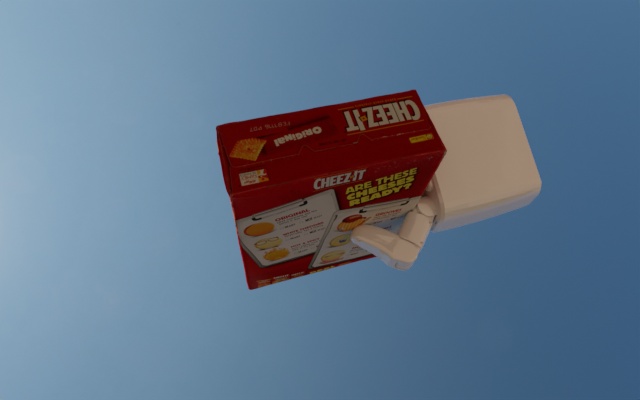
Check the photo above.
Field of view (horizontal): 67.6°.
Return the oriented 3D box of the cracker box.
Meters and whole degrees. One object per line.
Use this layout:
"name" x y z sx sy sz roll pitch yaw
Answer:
"cracker box" 0.000 0.002 0.442 0.164 0.072 0.214 -13 -26 -11
